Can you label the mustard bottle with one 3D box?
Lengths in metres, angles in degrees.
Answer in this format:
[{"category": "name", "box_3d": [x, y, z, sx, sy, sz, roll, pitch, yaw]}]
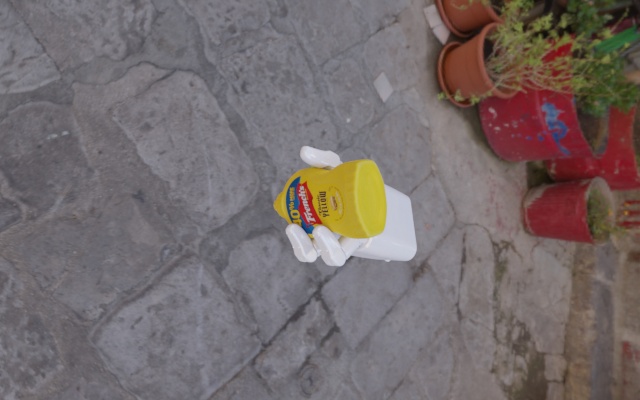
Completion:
[{"category": "mustard bottle", "box_3d": [0.000, 0.002, 0.645, 0.058, 0.096, 0.191, -14, 6, -41]}]
